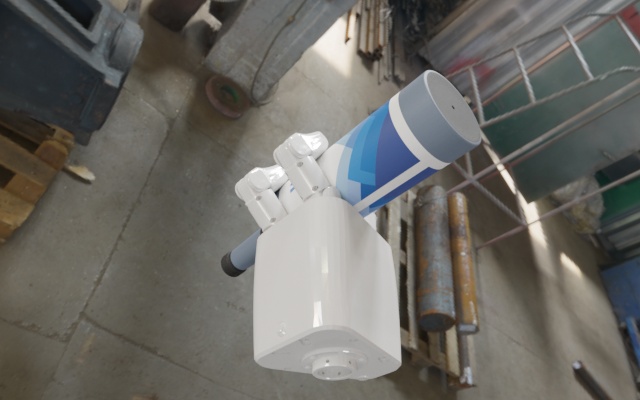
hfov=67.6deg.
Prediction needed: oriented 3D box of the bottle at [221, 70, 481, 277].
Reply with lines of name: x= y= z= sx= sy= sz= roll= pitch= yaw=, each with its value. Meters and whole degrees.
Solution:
bottle: x=0.000 y=0.001 z=0.433 sx=0.069 sy=0.069 sz=0.296 roll=0 pitch=-28 yaw=-48
